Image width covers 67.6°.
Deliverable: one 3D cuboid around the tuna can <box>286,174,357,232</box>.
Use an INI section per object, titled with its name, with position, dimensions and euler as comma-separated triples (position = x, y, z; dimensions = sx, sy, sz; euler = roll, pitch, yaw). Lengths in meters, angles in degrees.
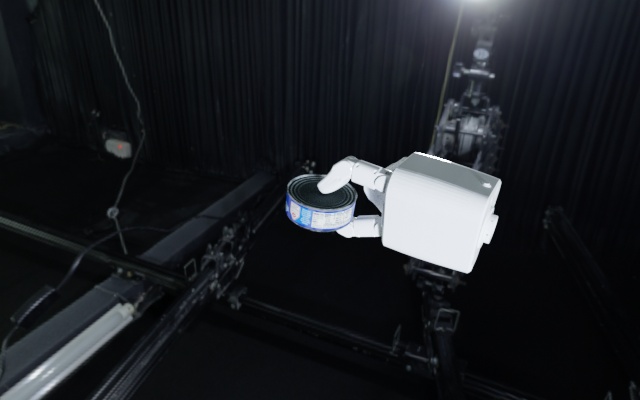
[tuna can]
position = 0.000, 0.002, 0.588
dimensions = 0.086, 0.034, 0.086
euler = 6, 31, -4
